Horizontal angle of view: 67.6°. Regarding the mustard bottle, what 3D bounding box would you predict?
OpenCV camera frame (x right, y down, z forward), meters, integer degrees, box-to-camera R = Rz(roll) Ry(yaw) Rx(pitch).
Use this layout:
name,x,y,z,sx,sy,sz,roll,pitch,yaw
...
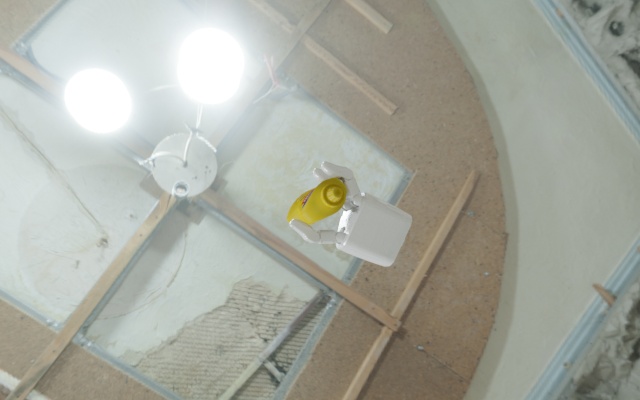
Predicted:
name,x,y,z,sx,sy,sz,roll,pitch,yaw
mustard bottle,0.000,0.003,0.876,0.096,0.058,0.191,-44,6,-19
